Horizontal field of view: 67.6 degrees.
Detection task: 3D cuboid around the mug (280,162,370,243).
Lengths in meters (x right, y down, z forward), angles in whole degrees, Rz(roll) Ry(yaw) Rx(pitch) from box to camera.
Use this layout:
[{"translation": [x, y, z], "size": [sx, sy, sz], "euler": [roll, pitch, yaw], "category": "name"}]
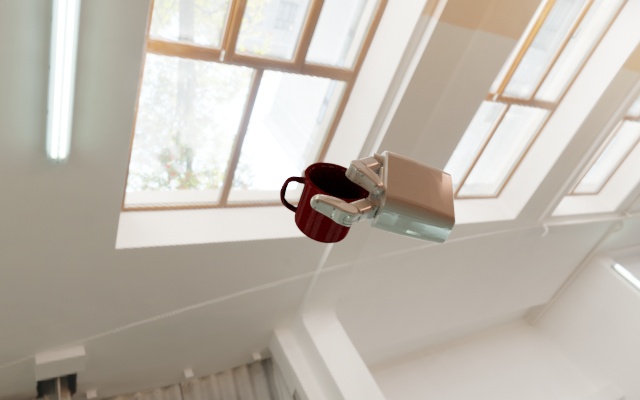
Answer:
[{"translation": [-0.001, 0.002, 0.665], "size": [0.117, 0.081, 0.093], "euler": [15, 32, -8], "category": "mug"}]
